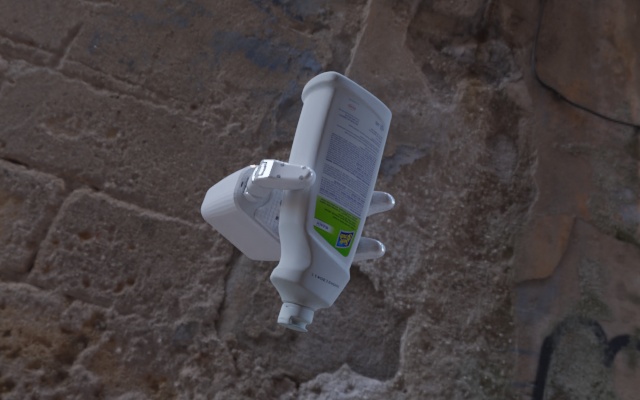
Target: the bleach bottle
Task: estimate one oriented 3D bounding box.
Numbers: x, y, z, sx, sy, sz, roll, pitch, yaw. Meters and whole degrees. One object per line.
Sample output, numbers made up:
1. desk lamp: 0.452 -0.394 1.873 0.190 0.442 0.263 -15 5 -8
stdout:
1. bleach bottle: 0.000 0.002 0.481 0.102 0.250 0.068 27 -24 -26
